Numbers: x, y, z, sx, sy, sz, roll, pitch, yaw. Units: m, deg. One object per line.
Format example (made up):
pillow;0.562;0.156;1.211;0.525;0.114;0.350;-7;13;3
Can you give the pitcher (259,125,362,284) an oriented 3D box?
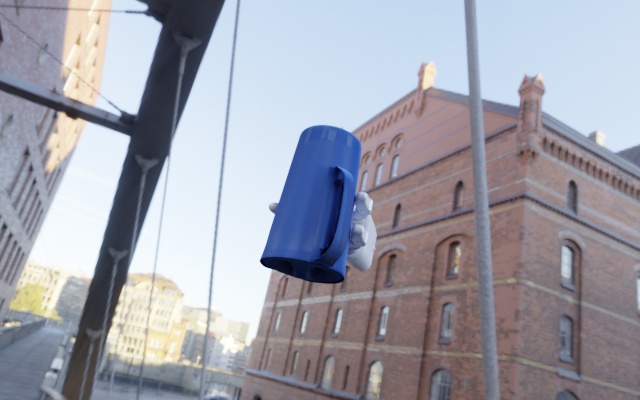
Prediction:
pitcher;0.000;0.003;0.763;0.149;0.242;0.145;4;-22;20
